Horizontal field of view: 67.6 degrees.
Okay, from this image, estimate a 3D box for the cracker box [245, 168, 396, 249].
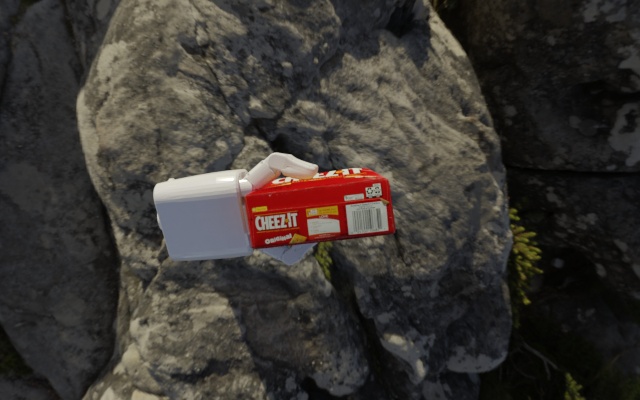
[{"bbox_3d":[0.000,0.002,0.630,0.164,0.072,0.213,-7,7,1],"label":"cracker box"}]
